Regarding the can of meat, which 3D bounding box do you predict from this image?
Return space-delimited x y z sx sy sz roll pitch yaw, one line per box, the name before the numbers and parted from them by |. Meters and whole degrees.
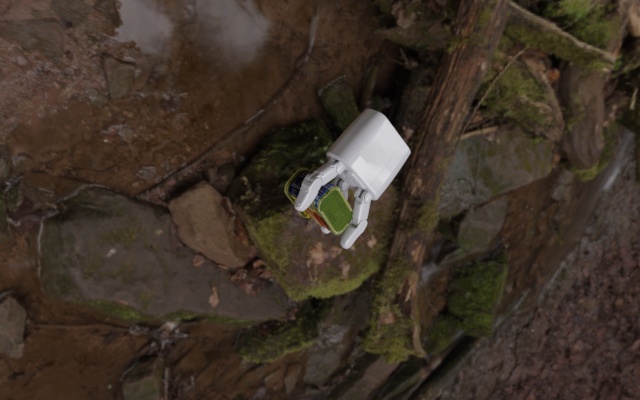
can of meat | 0.000 0.003 0.798 0.084 0.057 0.102 29 -18 40
